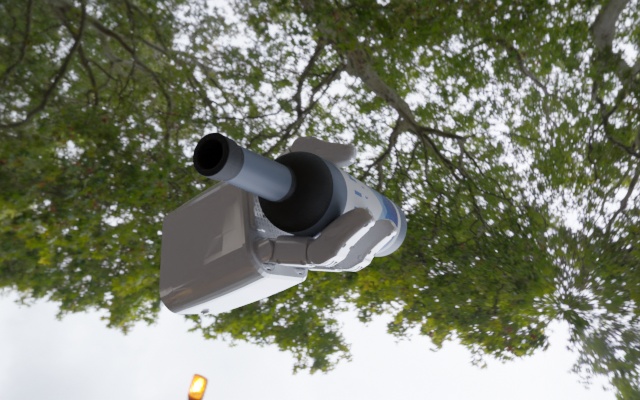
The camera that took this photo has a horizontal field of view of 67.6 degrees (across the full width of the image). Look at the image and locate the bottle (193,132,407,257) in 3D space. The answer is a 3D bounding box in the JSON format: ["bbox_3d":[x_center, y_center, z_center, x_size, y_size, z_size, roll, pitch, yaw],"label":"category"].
[{"bbox_3d":[0.000,0.001,0.412,0.069,0.069,0.296,0,-11,27],"label":"bottle"}]
